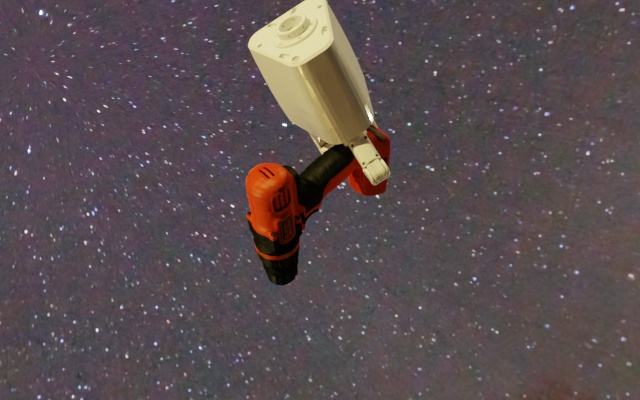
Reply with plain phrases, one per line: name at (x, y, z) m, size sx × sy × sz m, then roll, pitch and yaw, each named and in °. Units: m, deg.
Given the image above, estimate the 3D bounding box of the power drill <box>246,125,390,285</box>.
power drill at (0.000, 0.001, 0.566) m, size 0.187 × 0.185 × 0.057 m, roll -36°, pitch 56°, yaw -27°
